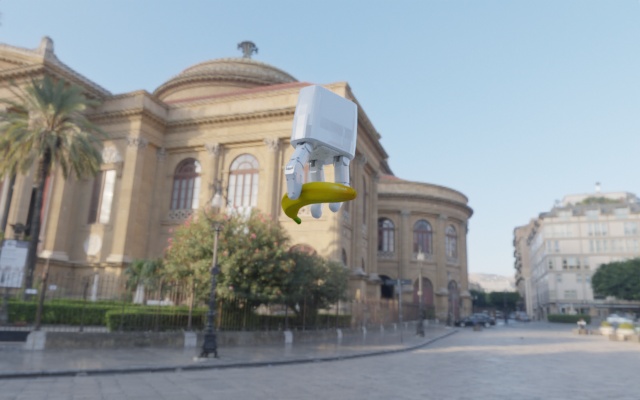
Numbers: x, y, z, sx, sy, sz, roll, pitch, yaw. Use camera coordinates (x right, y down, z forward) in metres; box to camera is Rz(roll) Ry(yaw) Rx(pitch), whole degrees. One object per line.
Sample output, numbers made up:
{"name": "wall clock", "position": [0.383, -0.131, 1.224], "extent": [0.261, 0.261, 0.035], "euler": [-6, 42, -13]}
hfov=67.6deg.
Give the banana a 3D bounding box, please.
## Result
{"name": "banana", "position": [-0.017, -0.003, 0.800], "extent": [0.069, 0.037, 0.198], "euler": [21, -23, -24]}
